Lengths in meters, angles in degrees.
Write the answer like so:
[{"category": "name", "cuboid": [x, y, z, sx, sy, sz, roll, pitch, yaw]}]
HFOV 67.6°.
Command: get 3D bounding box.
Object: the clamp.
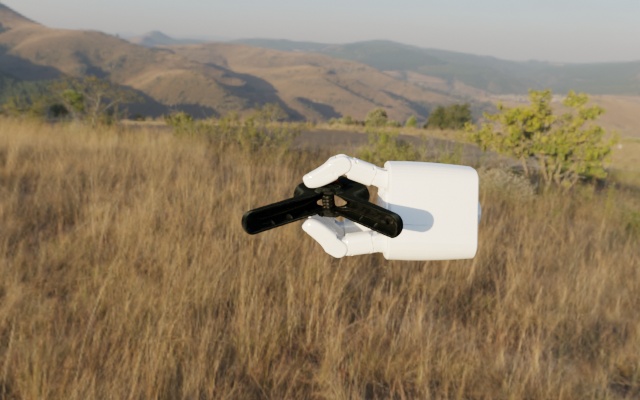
[{"category": "clamp", "cuboid": [0.000, 0.001, 0.567, 0.164, 0.036, 0.210, 0, 15, 0]}]
